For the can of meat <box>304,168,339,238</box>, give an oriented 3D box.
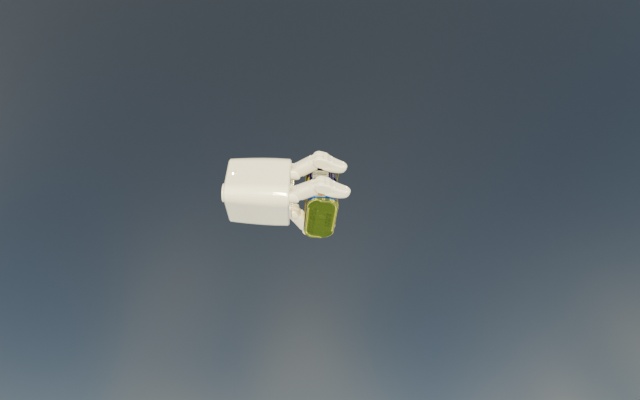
[{"bbox_3d":[0.000,0.003,0.822,0.057,0.083,0.102,4,-43,-4],"label":"can of meat"}]
